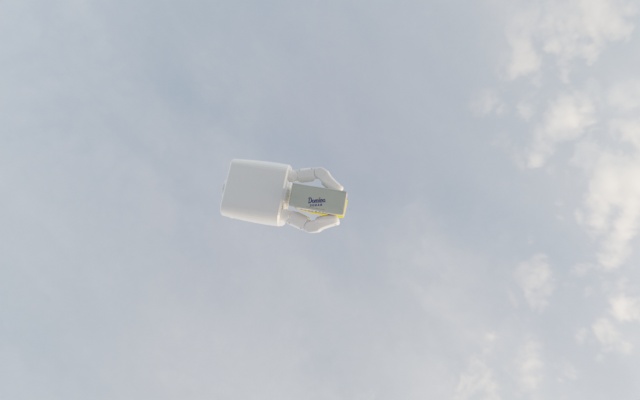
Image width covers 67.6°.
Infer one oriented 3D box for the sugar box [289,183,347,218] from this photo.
[{"bbox_3d":[0.000,0.003,0.856,0.093,0.048,0.176,9,0,4],"label":"sugar box"}]
